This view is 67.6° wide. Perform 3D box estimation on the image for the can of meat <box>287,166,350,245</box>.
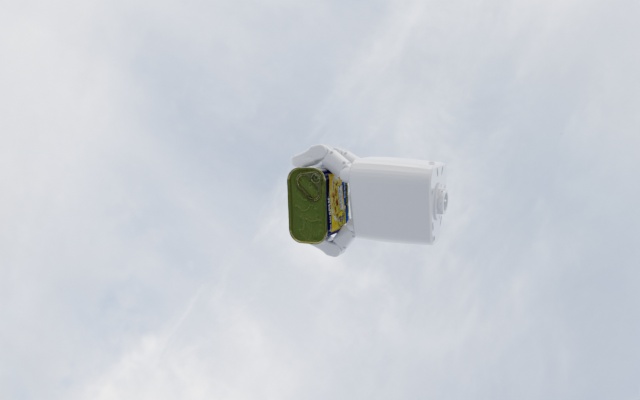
[{"bbox_3d":[0.000,0.002,0.661,0.057,0.102,0.084,1,8,27],"label":"can of meat"}]
